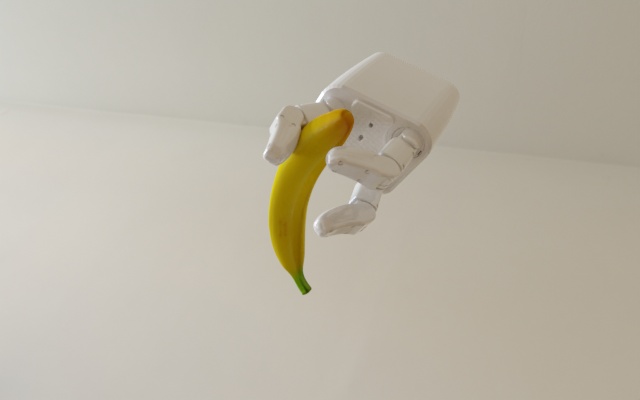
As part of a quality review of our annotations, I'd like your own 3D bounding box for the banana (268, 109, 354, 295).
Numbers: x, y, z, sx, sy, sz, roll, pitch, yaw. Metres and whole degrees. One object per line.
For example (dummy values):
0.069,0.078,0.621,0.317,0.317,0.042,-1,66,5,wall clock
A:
-0.015,-0.004,0.437,0.069,0.198,0.037,29,39,23,banana
